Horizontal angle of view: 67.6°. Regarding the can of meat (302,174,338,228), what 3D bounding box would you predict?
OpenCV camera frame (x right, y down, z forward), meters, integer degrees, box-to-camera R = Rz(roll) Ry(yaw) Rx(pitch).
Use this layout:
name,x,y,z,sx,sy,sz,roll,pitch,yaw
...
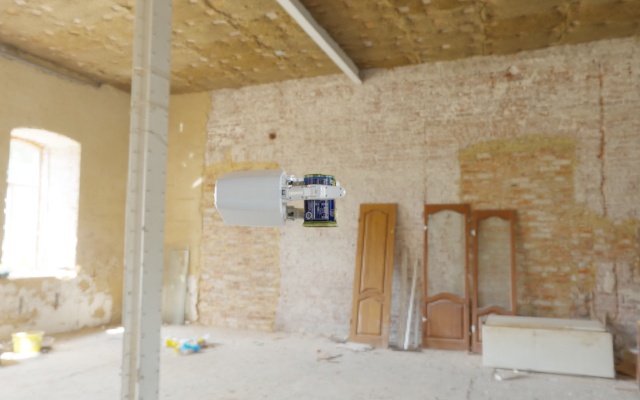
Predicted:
name,x,y,z,sx,sy,sz,roll,pitch,yaw
can of meat,0.000,0.002,0.802,0.057,0.084,0.102,-1,-5,4
